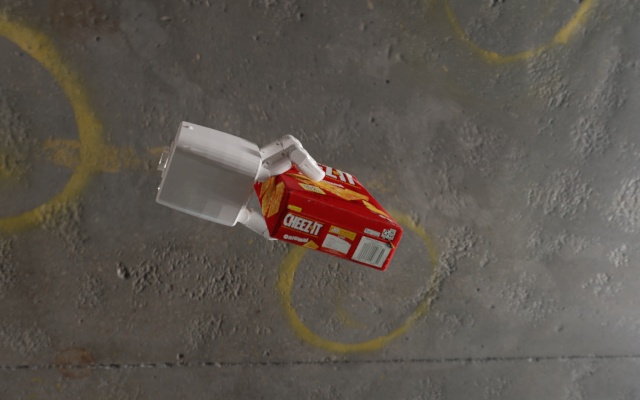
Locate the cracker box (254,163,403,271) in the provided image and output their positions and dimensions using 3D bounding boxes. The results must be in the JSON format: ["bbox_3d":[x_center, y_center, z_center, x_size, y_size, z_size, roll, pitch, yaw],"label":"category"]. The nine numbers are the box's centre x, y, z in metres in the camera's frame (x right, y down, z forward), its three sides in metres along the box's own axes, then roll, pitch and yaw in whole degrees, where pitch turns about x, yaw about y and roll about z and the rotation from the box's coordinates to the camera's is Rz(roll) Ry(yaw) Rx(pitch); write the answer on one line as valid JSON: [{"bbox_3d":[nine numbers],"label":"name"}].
[{"bbox_3d":[0.000,0.002,0.675,0.164,0.072,0.213,19,16,-19],"label":"cracker box"}]
